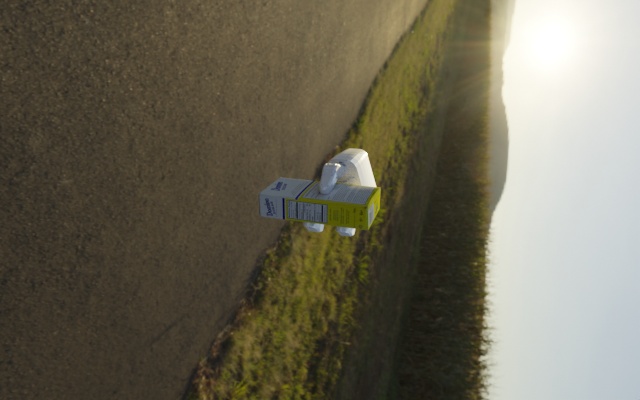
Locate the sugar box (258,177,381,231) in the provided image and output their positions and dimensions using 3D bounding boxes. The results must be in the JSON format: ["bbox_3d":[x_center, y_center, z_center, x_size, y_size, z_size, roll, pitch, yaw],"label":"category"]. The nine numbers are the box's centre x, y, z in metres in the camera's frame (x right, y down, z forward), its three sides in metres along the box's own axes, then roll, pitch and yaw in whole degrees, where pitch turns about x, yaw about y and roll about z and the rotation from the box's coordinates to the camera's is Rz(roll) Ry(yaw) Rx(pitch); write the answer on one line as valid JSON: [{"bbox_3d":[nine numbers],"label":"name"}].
[{"bbox_3d":[0.000,0.003,0.762,0.176,0.048,0.093,4,21,18],"label":"sugar box"}]
